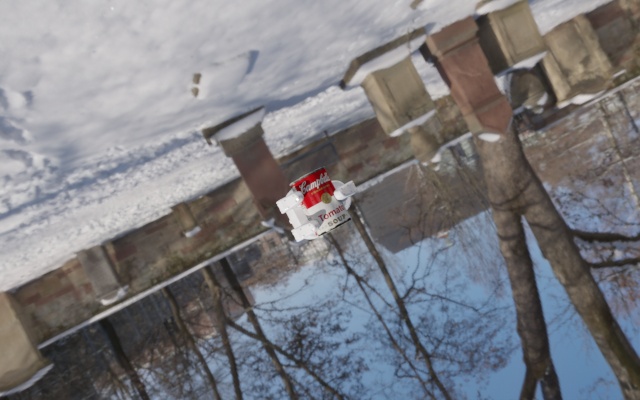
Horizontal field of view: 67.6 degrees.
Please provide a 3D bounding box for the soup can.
[{"bbox_3d":[0.000,0.003,0.814,0.068,0.102,0.068,-28,-1,-1],"label":"soup can"}]
